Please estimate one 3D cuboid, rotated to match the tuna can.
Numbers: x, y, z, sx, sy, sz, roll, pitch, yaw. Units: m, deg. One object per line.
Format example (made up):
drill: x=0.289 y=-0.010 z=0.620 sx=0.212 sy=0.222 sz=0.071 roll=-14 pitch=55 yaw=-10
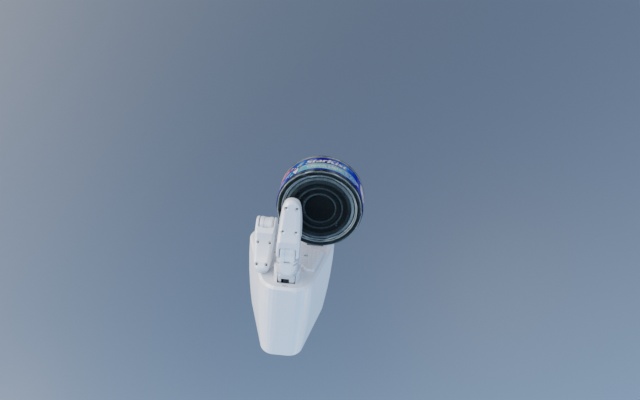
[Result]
tuna can: x=0.000 y=0.002 z=0.471 sx=0.086 sy=0.086 sz=0.033 roll=0 pitch=28 yaw=5
